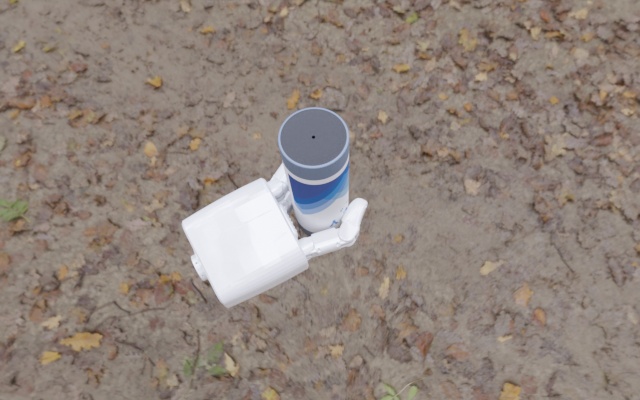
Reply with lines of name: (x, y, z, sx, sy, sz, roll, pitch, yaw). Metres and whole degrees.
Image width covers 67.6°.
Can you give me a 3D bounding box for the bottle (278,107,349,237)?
bottle: (0.000, 0.002, 0.574, 0.069, 0.069, 0.296, 0, -24, 3)
